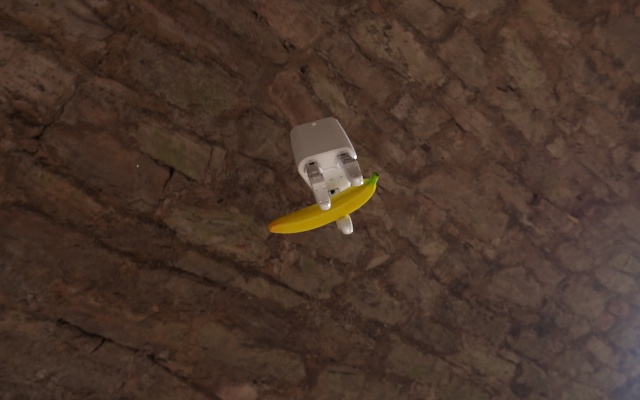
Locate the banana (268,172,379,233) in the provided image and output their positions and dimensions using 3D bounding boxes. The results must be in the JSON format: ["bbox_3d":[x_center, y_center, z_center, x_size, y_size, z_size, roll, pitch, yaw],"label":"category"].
[{"bbox_3d":[0.011,0.009,0.773,0.198,0.037,0.070,-28,-36,13],"label":"banana"}]
